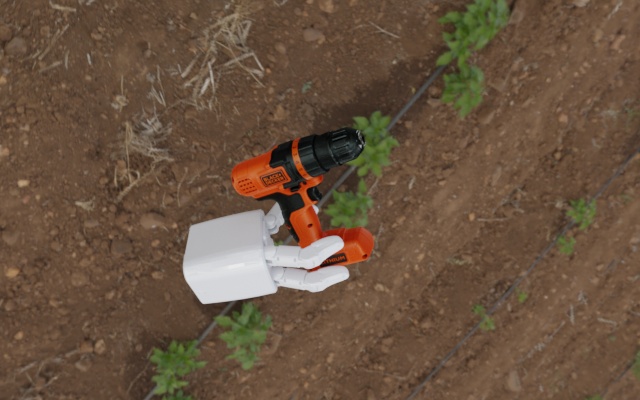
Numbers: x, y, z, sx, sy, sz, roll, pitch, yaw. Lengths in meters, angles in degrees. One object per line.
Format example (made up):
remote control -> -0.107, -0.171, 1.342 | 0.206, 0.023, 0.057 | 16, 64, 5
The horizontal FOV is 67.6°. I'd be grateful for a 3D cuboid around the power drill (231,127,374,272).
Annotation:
power drill -> 0.000, 0.003, 0.627 | 0.184, 0.188, 0.057 | -15, 31, 26
